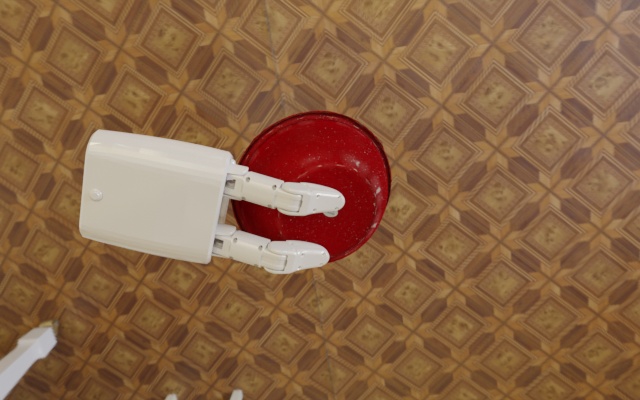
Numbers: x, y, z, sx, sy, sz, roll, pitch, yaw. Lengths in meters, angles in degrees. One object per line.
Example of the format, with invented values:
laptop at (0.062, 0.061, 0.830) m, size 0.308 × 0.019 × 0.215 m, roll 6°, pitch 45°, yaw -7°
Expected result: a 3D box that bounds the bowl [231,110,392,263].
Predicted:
bowl at (0.001, 0.002, 0.447) m, size 0.162 × 0.162 × 0.055 m, roll 0°, pitch 22°, yaw -16°
